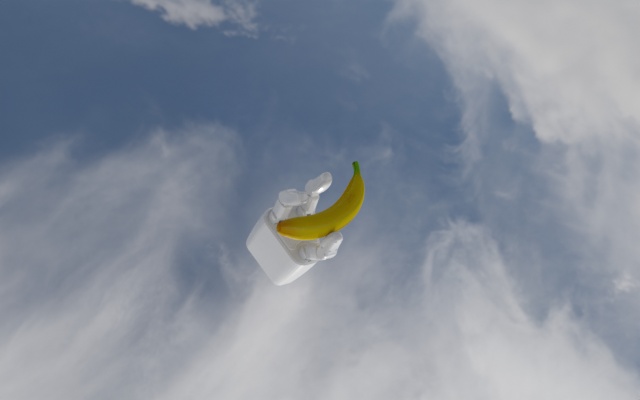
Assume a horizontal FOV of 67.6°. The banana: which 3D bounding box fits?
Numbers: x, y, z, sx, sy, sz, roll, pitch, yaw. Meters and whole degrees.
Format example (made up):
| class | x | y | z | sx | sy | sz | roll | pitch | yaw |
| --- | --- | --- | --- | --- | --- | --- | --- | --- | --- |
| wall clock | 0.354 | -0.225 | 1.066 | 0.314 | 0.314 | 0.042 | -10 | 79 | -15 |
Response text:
| class | x | y | z | sx | sy | sz | roll | pitch | yaw |
| --- | --- | --- | --- | --- | --- | --- | --- | --- | --- |
| banana | 0.014 | 0.015 | 0.728 | 0.197 | 0.069 | 0.037 | -41 | 2 | -39 |
